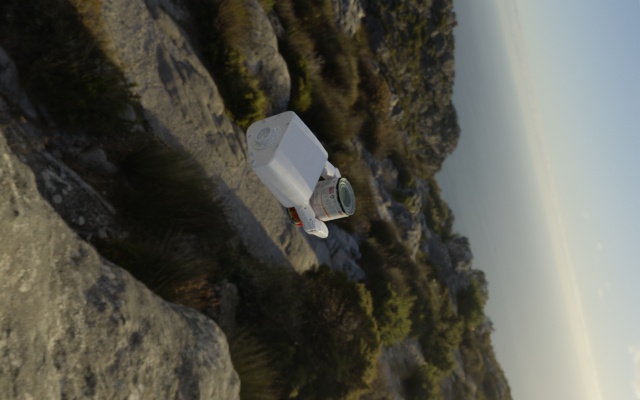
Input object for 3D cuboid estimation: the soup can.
[{"bbox_3d":[0.001,0.003,0.820,0.102,0.068,0.068,-13,-6,26],"label":"soup can"}]
